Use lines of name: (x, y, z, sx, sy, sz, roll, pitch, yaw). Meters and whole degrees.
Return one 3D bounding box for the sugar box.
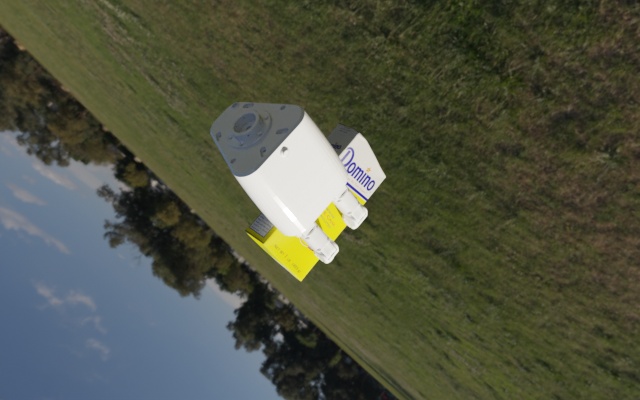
sugar box: (0.000, 0.002, 0.582, 0.048, 0.176, 0.093, 31, -15, 44)
